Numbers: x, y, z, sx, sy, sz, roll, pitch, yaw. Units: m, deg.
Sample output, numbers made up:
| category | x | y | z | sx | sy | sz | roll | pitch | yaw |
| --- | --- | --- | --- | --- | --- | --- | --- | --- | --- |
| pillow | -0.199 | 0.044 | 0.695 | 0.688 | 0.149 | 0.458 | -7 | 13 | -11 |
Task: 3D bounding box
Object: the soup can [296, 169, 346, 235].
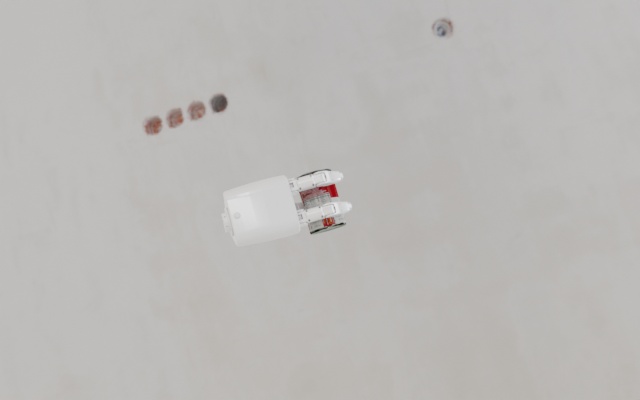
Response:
| category | x | y | z | sx | sy | sz | roll | pitch | yaw |
| --- | --- | --- | --- | --- | --- | --- | --- | --- | --- |
| soup can | 0.001 | 0.003 | 0.841 | 0.068 | 0.102 | 0.068 | -16 | -7 | -2 |
